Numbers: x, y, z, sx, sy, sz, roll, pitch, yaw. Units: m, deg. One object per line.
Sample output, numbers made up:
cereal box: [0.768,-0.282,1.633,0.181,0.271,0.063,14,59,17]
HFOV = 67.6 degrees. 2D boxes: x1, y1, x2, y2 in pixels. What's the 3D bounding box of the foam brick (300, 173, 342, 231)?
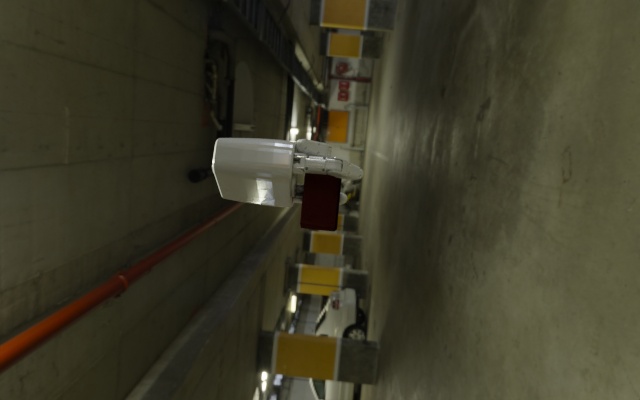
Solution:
foam brick: [0.000,0.002,0.672,0.051,0.078,0.053,6,-10,-1]
